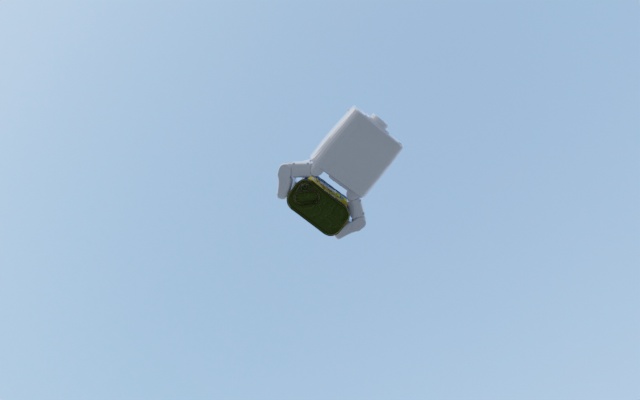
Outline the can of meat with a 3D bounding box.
[{"bbox_3d":[0.000,0.003,0.788,0.102,0.057,0.084,37,14,-4],"label":"can of meat"}]
